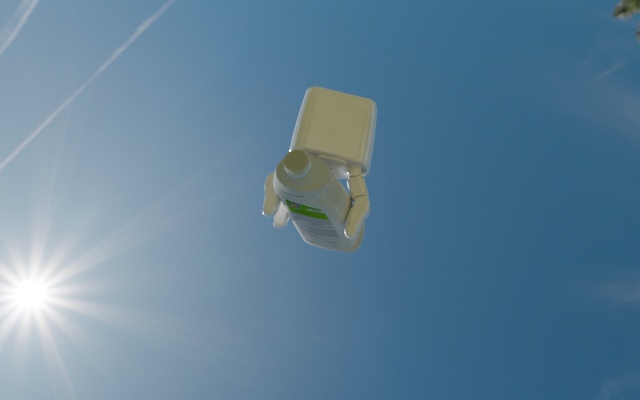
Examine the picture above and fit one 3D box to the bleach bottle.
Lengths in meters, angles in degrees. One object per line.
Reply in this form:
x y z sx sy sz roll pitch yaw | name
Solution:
0.000 0.002 0.653 0.102 0.068 0.251 8 -20 13 | bleach bottle
